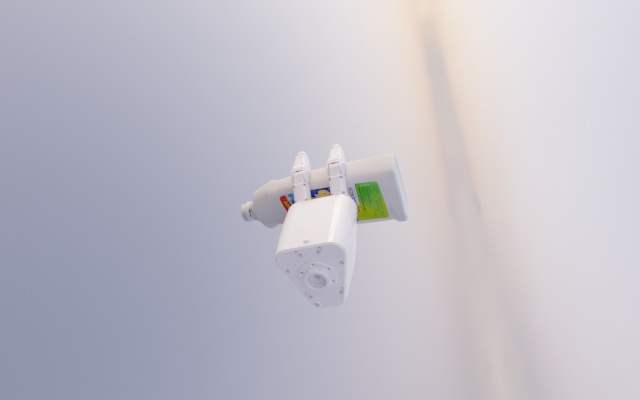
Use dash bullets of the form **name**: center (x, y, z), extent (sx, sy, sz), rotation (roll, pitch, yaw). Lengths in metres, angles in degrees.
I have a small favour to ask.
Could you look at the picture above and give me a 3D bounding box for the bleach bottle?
- **bleach bottle**: center (0.000, 0.002, 0.729), extent (0.251, 0.103, 0.068), rotation (-12, 30, 16)
